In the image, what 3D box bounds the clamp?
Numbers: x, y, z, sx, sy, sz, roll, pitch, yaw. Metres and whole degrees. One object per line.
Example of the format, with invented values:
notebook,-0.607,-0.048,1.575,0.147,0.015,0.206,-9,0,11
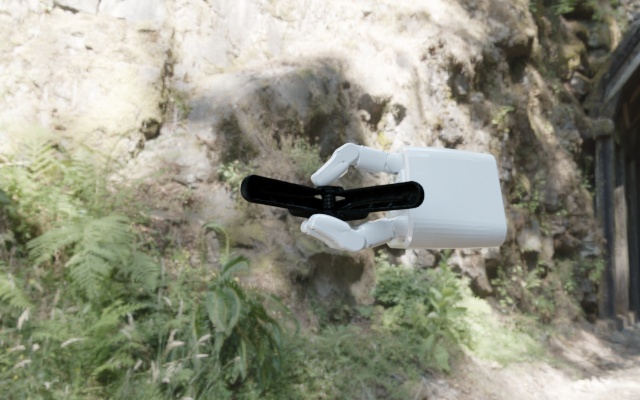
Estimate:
clamp,0.000,0.001,0.511,0.164,0.036,0.210,4,-7,-7
